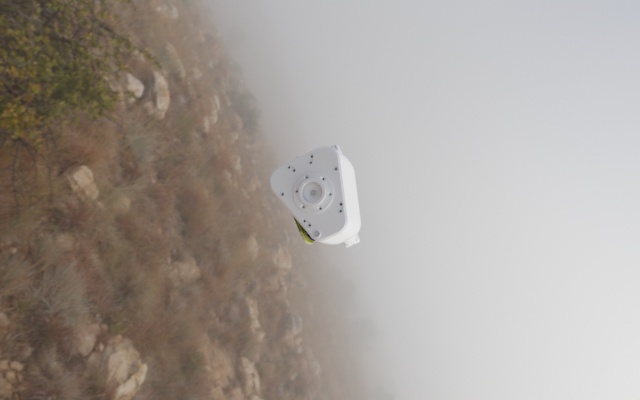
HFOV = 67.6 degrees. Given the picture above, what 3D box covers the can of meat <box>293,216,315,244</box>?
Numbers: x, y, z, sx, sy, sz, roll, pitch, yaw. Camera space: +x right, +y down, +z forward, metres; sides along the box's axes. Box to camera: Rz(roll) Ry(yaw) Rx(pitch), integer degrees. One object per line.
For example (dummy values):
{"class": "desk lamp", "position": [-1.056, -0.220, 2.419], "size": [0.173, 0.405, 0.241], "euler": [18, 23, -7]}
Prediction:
{"class": "can of meat", "position": [0.000, 0.002, 0.717], "size": [0.084, 0.102, 0.057], "euler": [-25, -14, 8]}
